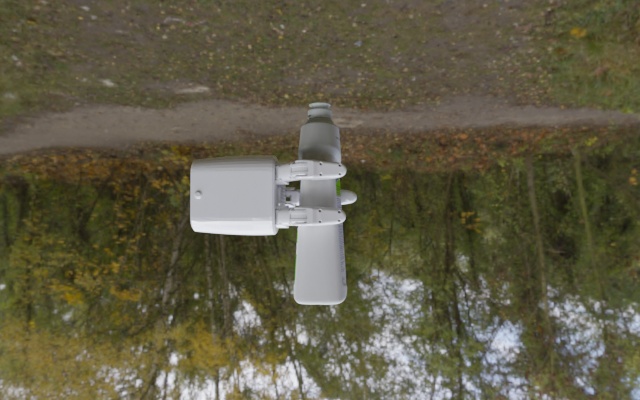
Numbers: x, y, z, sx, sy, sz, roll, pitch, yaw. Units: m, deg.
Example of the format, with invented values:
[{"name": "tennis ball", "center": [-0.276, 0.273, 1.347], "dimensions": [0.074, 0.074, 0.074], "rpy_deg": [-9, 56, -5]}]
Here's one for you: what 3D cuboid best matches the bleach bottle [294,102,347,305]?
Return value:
[{"name": "bleach bottle", "center": [0.000, 0.002, 0.621], "dimensions": [0.068, 0.251, 0.102], "rpy_deg": [0, -2, 4]}]
